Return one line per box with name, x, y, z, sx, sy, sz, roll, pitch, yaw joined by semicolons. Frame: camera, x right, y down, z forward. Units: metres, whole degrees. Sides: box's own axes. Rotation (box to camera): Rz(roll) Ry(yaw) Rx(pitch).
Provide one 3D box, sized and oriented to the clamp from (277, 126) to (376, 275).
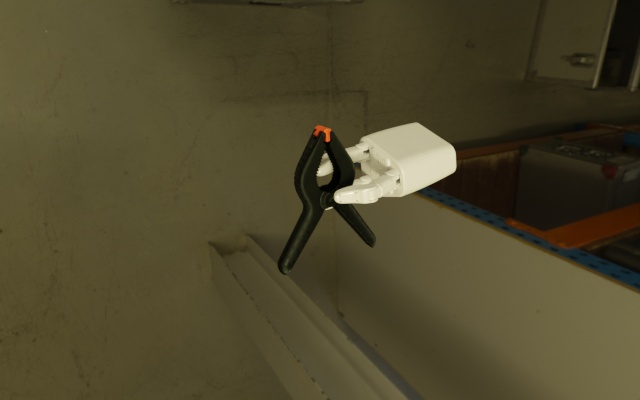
clamp;0.001;0.002;0.677;0.164;0.210;0.036;-21;27;-25
